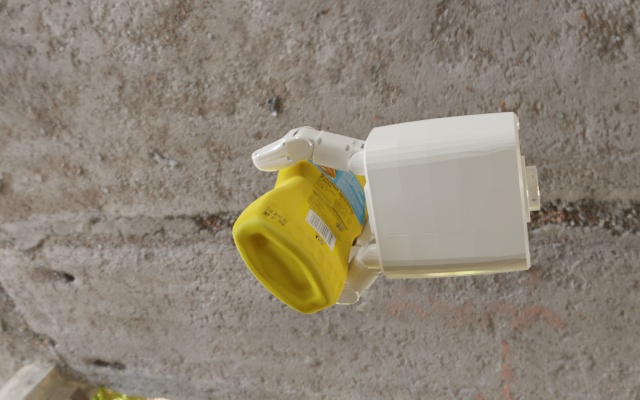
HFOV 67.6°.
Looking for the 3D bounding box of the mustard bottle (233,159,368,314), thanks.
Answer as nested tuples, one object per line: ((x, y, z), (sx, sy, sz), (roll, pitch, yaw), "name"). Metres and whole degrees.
((0.000, 0.002, 0.425), (0.058, 0.096, 0.191), (-31, 18, 33), "mustard bottle")
